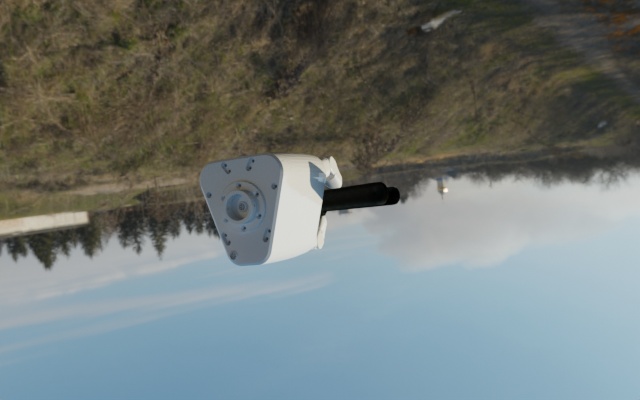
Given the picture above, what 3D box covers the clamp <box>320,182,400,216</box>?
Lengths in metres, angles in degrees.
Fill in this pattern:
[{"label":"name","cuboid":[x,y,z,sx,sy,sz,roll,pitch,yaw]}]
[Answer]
[{"label":"clamp","cuboid":[0.000,0.003,0.609,0.210,0.036,0.164,-6,-3,21]}]
